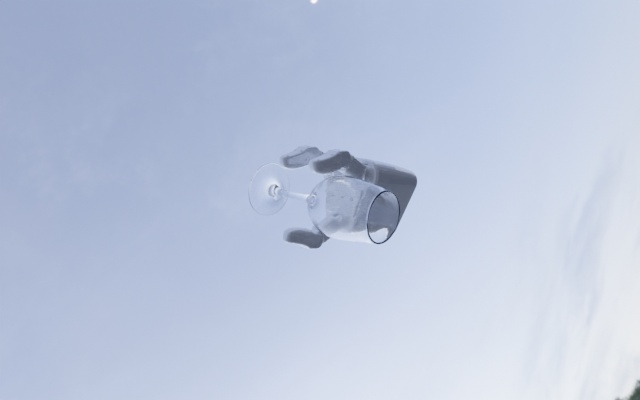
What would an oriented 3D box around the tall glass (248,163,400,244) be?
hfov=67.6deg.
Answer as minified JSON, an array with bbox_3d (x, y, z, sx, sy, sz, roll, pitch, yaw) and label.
[{"bbox_3d":[-0.001,0.002,0.600,0.201,0.079,0.079,14,9,43],"label":"tall glass"}]
